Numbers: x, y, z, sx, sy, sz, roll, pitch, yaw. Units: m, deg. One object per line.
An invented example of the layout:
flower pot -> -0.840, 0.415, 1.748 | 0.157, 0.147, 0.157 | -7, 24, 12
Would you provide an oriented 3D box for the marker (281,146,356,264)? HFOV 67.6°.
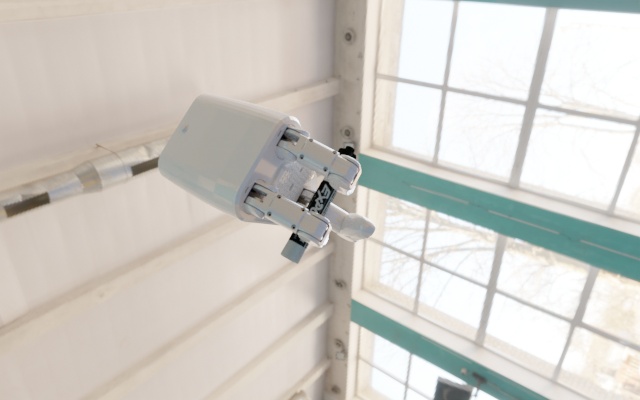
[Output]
marker -> 0.000, 0.001, 0.444 | 0.020, 0.121, 0.020 | 28, -11, 6
